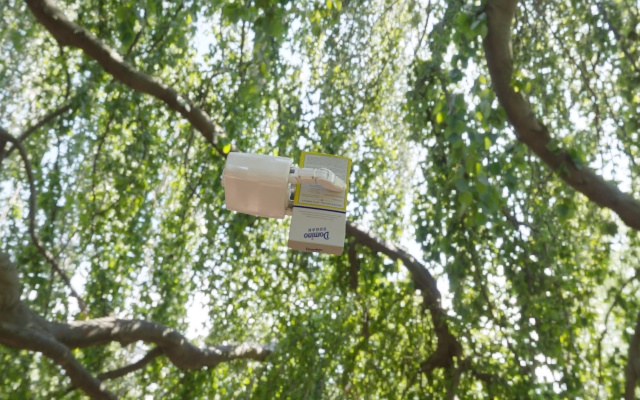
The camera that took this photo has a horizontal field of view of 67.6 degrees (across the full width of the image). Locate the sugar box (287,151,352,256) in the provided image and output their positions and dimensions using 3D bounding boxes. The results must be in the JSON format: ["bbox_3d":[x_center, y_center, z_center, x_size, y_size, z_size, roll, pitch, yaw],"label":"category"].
[{"bbox_3d":[0.000,0.003,0.822,0.093,0.176,0.048,8,-26,-1],"label":"sugar box"}]
